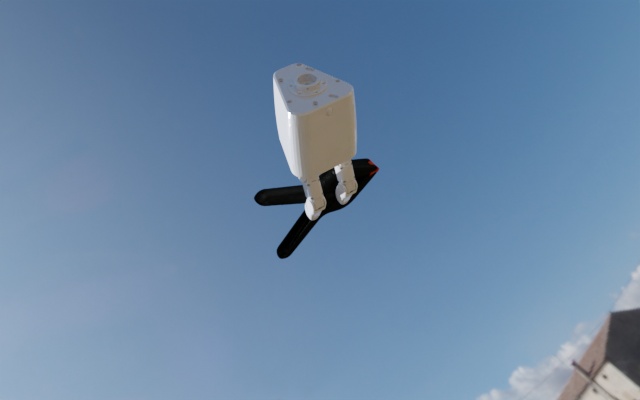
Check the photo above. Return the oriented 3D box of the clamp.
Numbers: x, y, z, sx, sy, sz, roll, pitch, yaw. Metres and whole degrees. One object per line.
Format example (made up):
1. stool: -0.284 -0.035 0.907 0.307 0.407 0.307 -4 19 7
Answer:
1. clamp: 0.000 0.002 0.748 0.210 0.165 0.036 -28 55 -20
